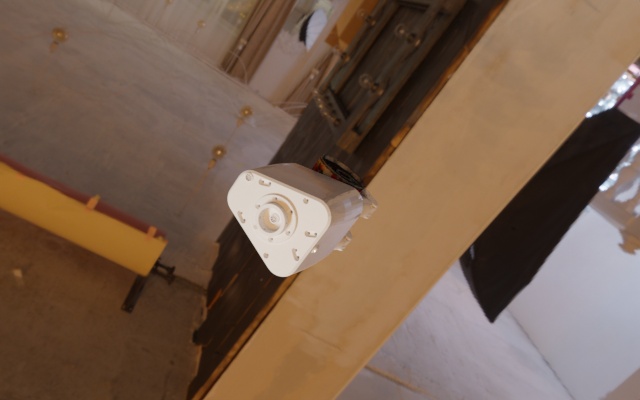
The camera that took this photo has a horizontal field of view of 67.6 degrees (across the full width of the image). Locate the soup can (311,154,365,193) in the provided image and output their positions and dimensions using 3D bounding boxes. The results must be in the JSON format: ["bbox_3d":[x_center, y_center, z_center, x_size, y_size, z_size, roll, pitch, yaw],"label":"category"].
[{"bbox_3d":[0.000,0.002,0.607,0.068,0.102,0.068,33,18,-12],"label":"soup can"}]
